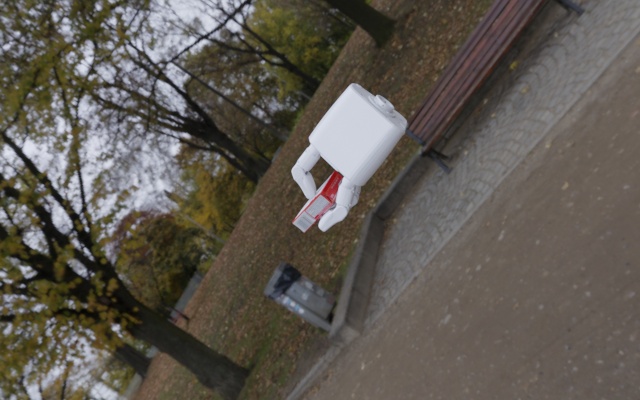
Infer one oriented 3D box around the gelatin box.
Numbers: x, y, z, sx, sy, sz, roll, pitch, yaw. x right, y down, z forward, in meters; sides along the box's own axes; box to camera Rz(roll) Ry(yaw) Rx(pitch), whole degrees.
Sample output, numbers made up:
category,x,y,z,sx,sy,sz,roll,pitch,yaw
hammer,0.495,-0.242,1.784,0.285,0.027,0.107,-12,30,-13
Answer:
category,x,y,z,sx,sy,sz,roll,pitch,yaw
gelatin box,0.000,0.002,0.781,0.089,0.030,0.073,-46,6,37
